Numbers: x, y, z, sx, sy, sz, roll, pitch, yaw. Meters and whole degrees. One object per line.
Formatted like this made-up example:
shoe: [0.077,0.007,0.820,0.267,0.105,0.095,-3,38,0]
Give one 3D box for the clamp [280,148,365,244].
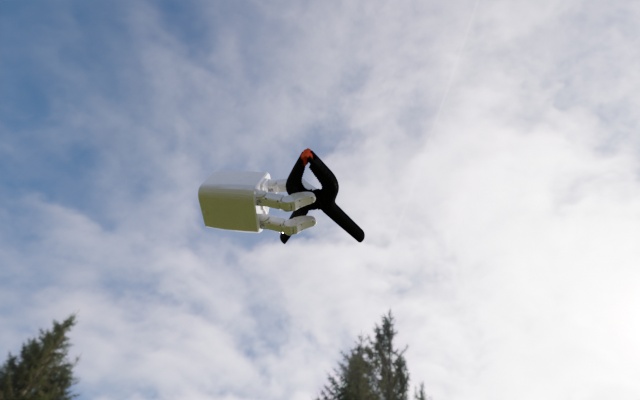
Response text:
clamp: [0.000,0.002,0.864,0.164,0.210,0.036,3,38,6]
